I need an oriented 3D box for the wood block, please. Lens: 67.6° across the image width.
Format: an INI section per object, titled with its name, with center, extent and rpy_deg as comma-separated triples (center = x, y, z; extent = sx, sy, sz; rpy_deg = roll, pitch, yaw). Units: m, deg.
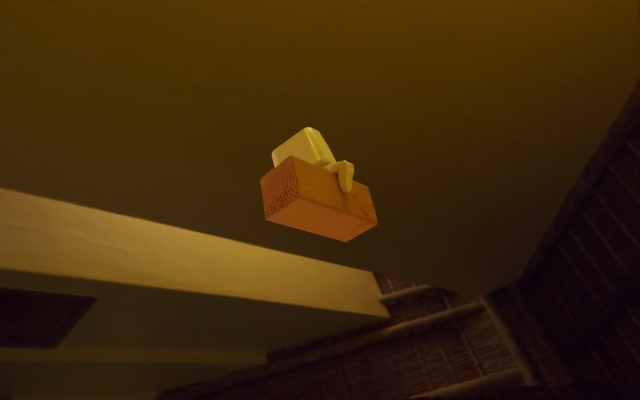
[wood block]
center = 0.000, 0.002, 0.892
extent = 0.206, 0.090, 0.091
rpy_deg = 19, -42, -42
